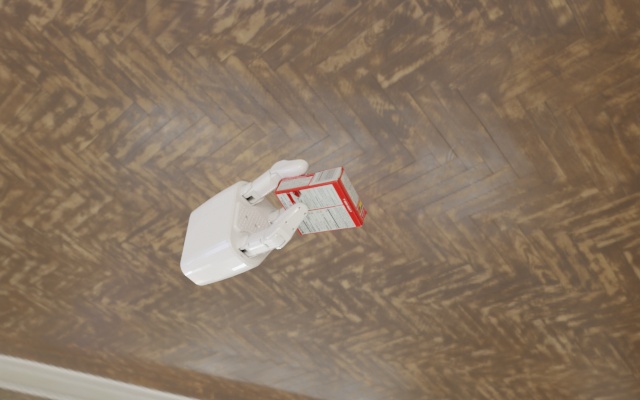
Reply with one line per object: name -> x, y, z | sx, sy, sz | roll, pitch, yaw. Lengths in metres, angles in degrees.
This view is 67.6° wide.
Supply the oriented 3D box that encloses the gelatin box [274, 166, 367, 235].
gelatin box -> 0.000, 0.002, 0.570 | 0.089, 0.073, 0.030 | -10, 38, 30
